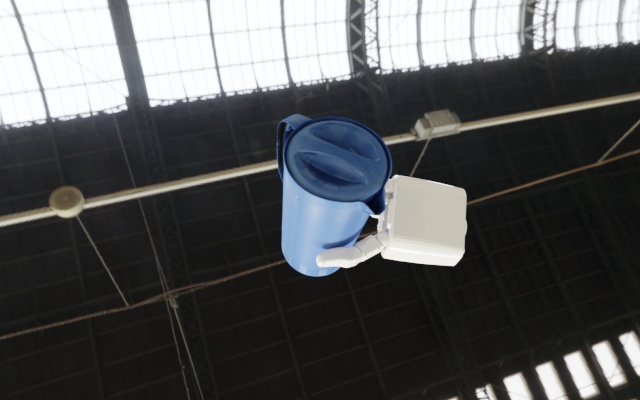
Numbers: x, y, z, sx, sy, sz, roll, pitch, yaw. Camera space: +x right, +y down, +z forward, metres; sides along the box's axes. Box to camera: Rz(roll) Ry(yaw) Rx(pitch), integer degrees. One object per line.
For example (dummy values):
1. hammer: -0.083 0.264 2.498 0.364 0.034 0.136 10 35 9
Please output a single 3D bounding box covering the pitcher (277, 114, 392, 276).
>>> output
1. pitcher: 0.000 0.002 0.673 0.145 0.149 0.243 8 -34 -4
